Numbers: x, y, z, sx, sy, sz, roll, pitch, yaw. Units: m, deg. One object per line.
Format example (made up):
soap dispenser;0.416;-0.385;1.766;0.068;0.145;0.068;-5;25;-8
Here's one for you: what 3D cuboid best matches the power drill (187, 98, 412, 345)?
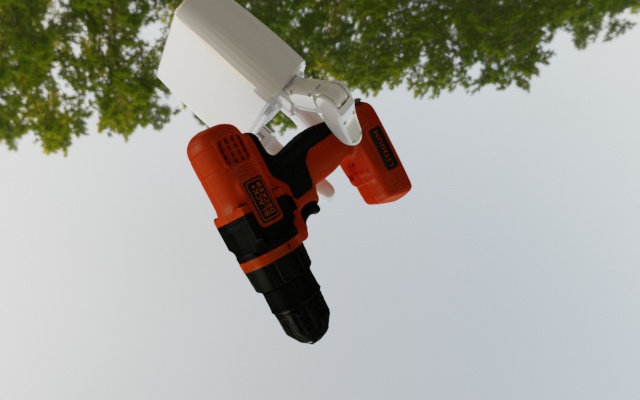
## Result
power drill;0.000;0.001;0.413;0.187;0.184;0.057;-31;7;-42
